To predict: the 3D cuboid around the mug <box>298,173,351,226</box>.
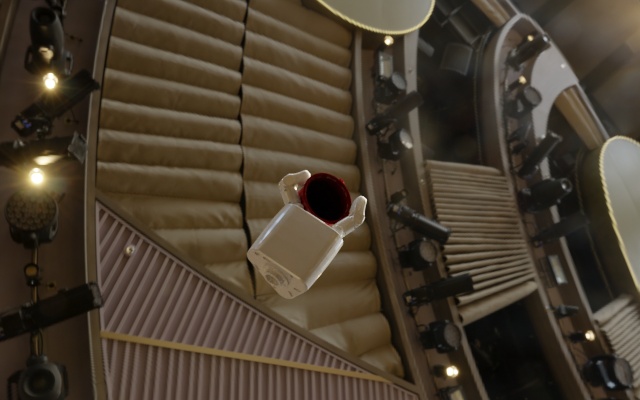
[{"bbox_3d":[0.001,0.002,0.839,0.117,0.093,0.081,-50,7,-36],"label":"mug"}]
